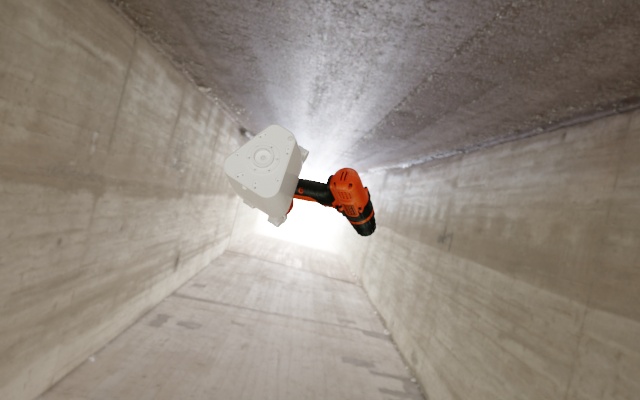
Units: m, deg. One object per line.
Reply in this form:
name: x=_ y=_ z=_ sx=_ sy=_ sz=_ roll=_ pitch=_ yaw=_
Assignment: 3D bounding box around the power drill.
power drill: x=0.000 y=0.003 z=0.840 sx=0.187 sy=0.057 sz=0.185 roll=4 pitch=-32 yaw=21
